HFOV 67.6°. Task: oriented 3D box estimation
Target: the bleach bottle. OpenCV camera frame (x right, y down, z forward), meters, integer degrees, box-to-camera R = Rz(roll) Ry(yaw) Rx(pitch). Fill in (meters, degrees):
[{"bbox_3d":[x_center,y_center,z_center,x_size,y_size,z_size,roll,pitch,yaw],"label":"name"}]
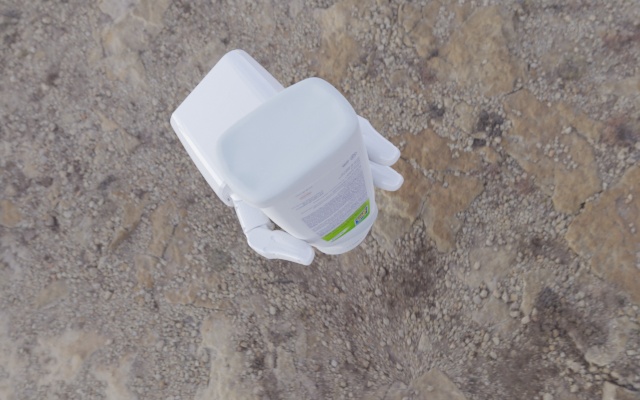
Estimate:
[{"bbox_3d":[0.000,0.001,0.430,0.102,0.068,0.251,-36,-24,-4],"label":"bleach bottle"}]
